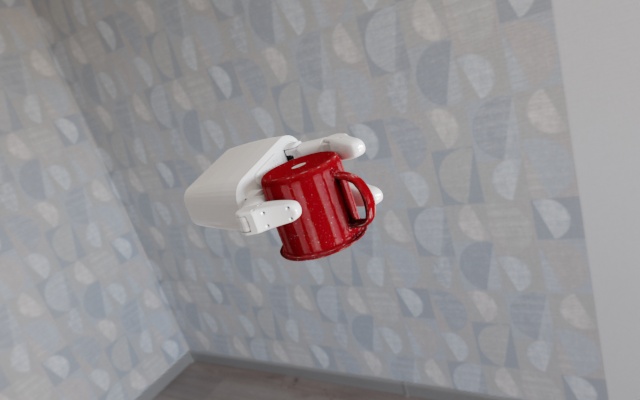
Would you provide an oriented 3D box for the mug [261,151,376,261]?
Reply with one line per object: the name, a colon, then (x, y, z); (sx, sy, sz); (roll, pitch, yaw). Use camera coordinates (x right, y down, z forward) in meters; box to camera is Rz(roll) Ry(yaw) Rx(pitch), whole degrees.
mug: (0.001, 0.001, 0.464); (0.117, 0.081, 0.093); (-3, 23, 41)
